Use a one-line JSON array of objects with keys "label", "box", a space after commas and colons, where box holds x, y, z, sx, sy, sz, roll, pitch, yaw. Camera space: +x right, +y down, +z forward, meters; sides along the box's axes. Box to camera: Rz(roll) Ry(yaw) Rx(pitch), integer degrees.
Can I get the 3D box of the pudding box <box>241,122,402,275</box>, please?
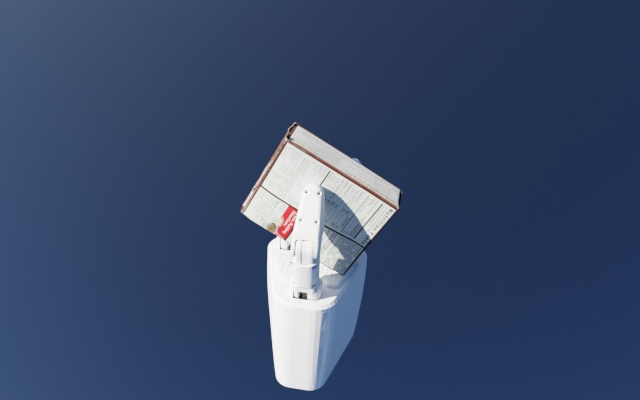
[{"label": "pudding box", "box": [0.000, 0.001, 0.416, 0.113, 0.090, 0.039, 31, 30, -8]}]
